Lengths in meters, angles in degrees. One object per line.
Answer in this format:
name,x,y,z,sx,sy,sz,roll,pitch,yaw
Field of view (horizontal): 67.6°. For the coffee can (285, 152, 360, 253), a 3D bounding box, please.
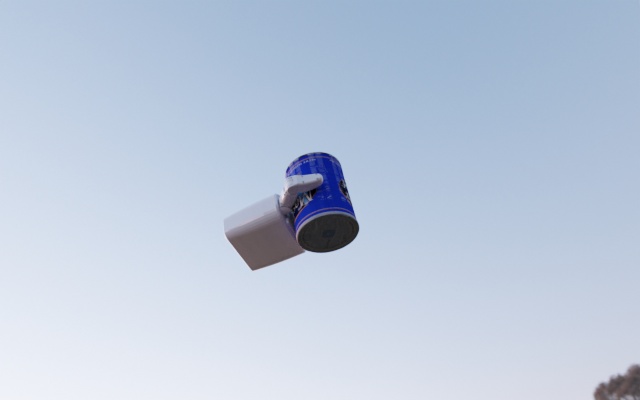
coffee can,0.000,0.003,0.807,0.103,0.140,0.103,-8,-40,-7
